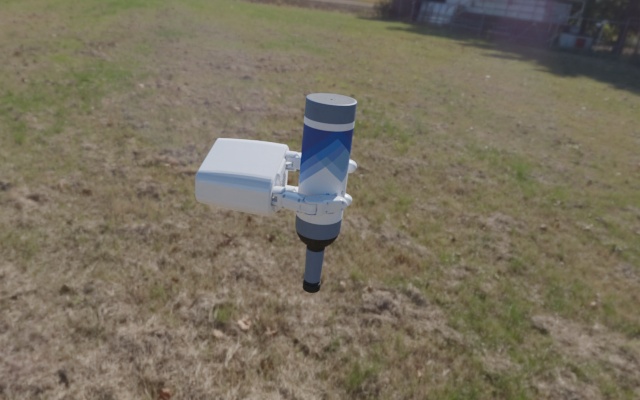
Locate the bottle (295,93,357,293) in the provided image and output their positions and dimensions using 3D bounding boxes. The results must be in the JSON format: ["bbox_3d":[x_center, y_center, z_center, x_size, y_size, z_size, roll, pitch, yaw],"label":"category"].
[{"bbox_3d":[0.000,0.002,0.677,0.069,0.296,0.069,5,24,-2],"label":"bottle"}]
